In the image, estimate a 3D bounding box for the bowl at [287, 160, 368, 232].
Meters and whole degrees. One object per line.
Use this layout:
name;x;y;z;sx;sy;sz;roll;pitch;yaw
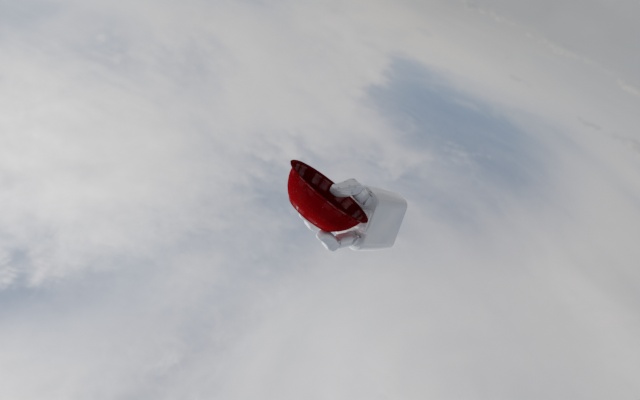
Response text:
bowl;-0.001;0.002;0.792;0.162;0.055;0.162;37;12;-9
